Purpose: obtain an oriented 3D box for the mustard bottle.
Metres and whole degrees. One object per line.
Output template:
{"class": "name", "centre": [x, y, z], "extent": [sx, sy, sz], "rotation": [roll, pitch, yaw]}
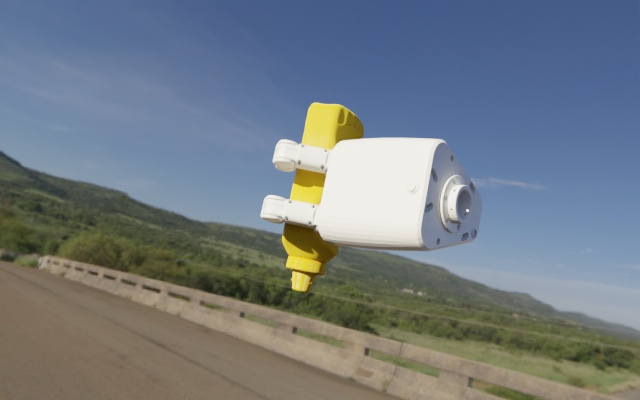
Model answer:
{"class": "mustard bottle", "centre": [0.000, 0.001, 0.509], "extent": [0.058, 0.191, 0.096], "rotation": [9, -10, 18]}
